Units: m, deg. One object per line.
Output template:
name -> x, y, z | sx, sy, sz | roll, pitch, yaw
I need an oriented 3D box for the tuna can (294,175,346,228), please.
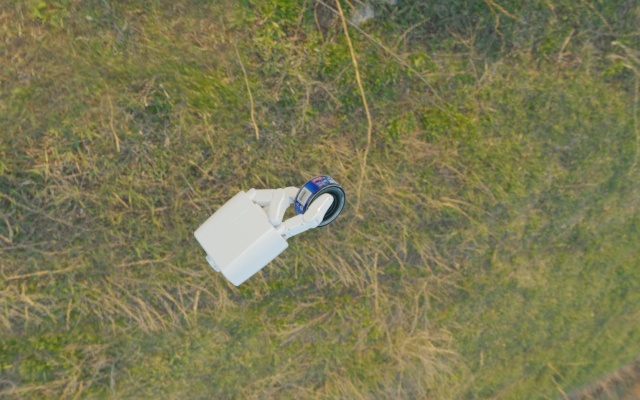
tuna can -> 0.001, 0.003, 0.792 | 0.086, 0.086, 0.033 | 0, 30, -41
